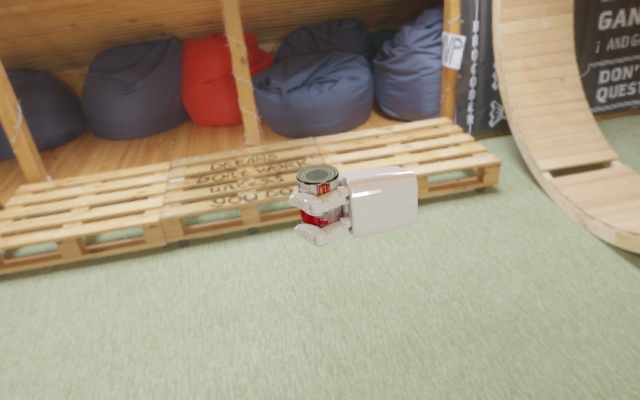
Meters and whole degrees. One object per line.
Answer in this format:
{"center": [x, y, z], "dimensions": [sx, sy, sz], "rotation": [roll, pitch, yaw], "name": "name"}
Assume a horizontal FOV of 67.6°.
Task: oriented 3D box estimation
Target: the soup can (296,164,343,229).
{"center": [0.000, 0.002, 0.752], "dimensions": [0.068, 0.102, 0.068], "rotation": [-5, 29, 3], "name": "soup can"}
